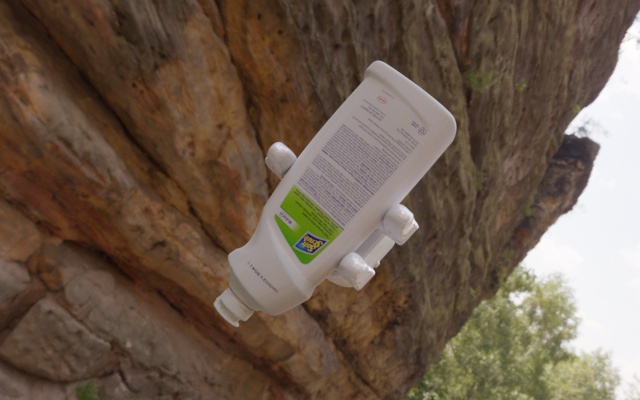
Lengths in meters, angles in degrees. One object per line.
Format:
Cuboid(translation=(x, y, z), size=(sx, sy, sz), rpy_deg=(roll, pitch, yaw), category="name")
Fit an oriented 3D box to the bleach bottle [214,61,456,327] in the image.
Cuboid(translation=(0.000, 0.001, 0.418), size=(0.102, 0.251, 0.068), rpy_deg=(42, -5, 18), category="bleach bottle")
